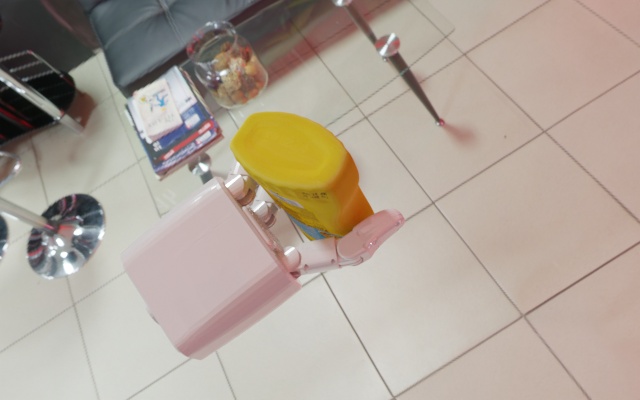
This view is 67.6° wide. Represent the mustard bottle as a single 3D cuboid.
[{"bbox_3d":[0.000,0.001,0.419,0.096,0.058,0.192,23,-16,25],"label":"mustard bottle"}]
